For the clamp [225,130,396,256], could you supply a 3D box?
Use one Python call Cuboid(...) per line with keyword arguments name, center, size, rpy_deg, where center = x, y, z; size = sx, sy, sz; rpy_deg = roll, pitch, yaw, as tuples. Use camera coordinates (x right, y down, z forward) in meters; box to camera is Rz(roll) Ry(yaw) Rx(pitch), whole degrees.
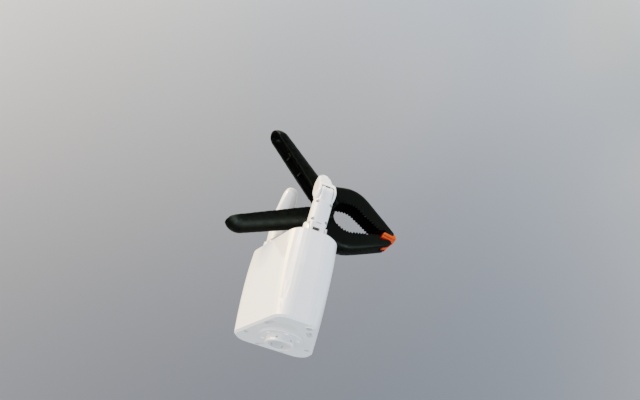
Cuboid(name="clamp", center=(0.001, 0.002, 0.610), size=(0.210, 0.164, 0.036), rpy_deg=(22, -36, -12))
